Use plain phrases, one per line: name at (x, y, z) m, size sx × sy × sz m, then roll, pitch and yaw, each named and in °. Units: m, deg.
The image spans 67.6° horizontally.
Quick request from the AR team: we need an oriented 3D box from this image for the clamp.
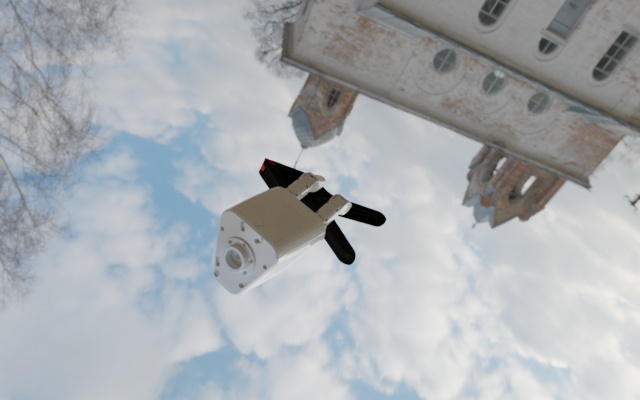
clamp at (-0.001, 0.003, 0.724) m, size 0.210 × 0.036 × 0.164 m, roll 38°, pitch 28°, yaw 16°
